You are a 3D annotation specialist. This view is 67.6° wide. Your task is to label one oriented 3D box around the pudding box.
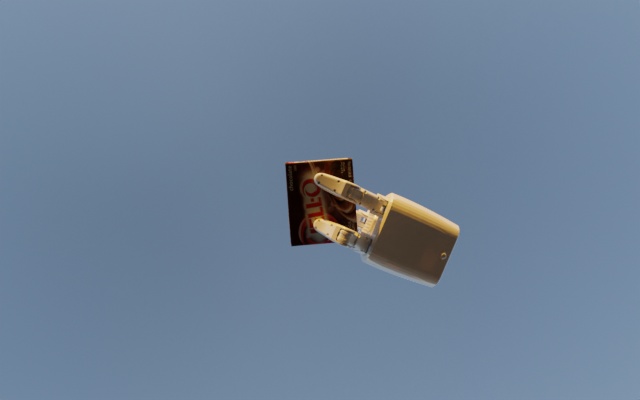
[{"bbox_3d":[0.000,0.002,0.640,0.090,0.113,0.039,-5,2,-6],"label":"pudding box"}]
